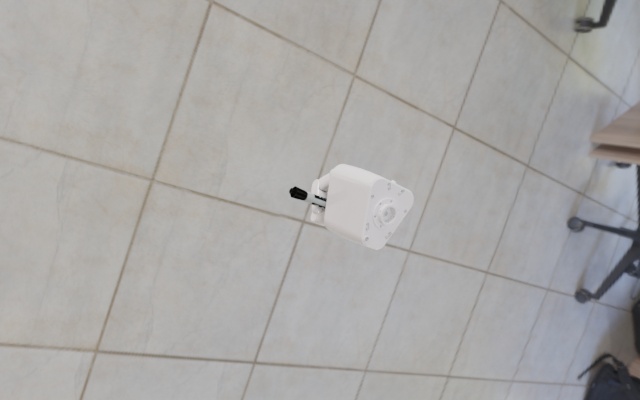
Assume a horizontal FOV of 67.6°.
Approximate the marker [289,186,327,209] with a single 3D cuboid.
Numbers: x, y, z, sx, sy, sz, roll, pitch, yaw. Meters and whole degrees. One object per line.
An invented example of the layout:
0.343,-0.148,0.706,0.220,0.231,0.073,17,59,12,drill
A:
0.000,0.003,0.783,0.121,0.020,0.020,21,-12,-34,marker
